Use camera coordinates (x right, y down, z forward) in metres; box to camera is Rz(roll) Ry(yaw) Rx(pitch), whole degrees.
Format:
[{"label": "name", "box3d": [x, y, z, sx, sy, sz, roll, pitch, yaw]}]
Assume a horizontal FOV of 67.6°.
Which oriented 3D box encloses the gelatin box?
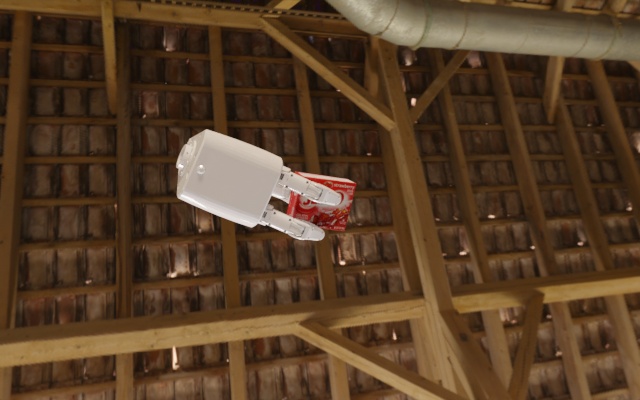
[{"label": "gelatin box", "box3d": [0.000, 0.002, 0.678, 0.089, 0.073, 0.030, 7, 13, -27]}]
